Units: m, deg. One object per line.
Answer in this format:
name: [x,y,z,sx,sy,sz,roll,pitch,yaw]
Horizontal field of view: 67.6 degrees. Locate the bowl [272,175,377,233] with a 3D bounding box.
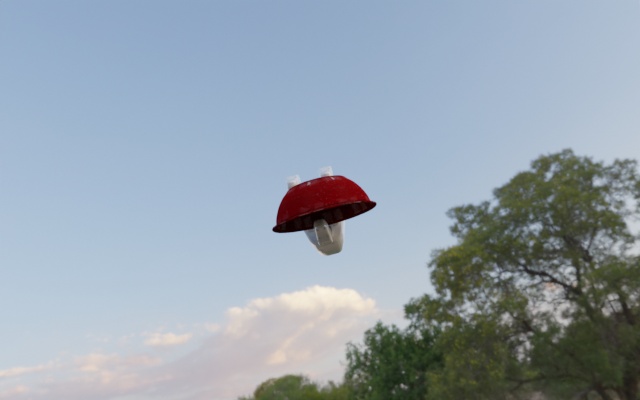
bowl: [0.000,0.002,0.720,0.162,0.055,0.162,-14,-10,-3]
